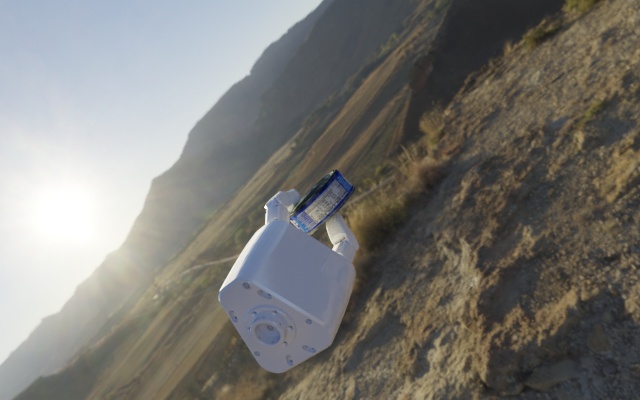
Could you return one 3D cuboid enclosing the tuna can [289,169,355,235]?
[{"bbox_3d":[0.000,0.001,0.581,0.086,0.034,0.086,-44,7,6],"label":"tuna can"}]
